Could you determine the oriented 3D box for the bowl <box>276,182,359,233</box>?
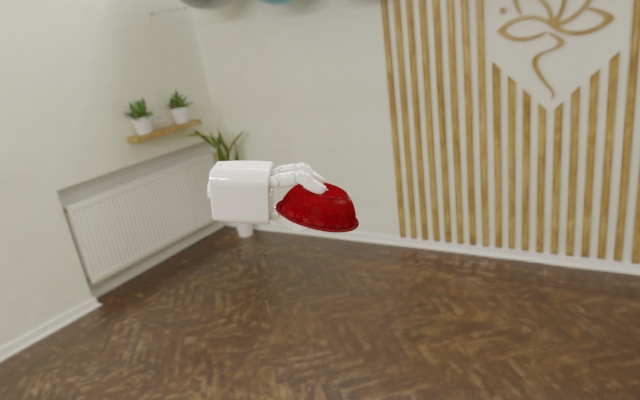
[{"bbox_3d":[0.001,0.003,0.899,0.162,0.055,0.162,12,17,-4],"label":"bowl"}]
